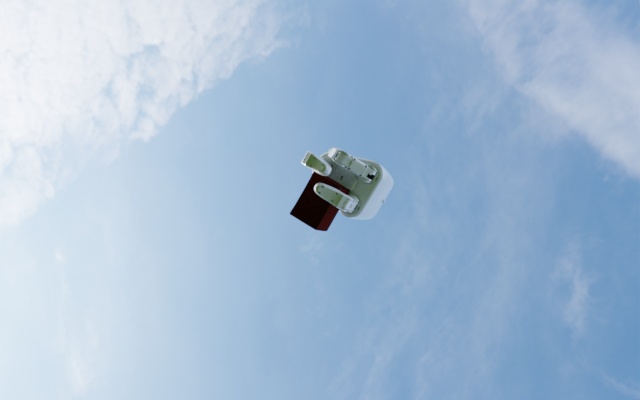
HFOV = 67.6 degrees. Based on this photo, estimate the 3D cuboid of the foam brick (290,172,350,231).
[{"bbox_3d":[0.000,0.003,0.741,0.053,0.078,0.051,33,6,20],"label":"foam brick"}]
